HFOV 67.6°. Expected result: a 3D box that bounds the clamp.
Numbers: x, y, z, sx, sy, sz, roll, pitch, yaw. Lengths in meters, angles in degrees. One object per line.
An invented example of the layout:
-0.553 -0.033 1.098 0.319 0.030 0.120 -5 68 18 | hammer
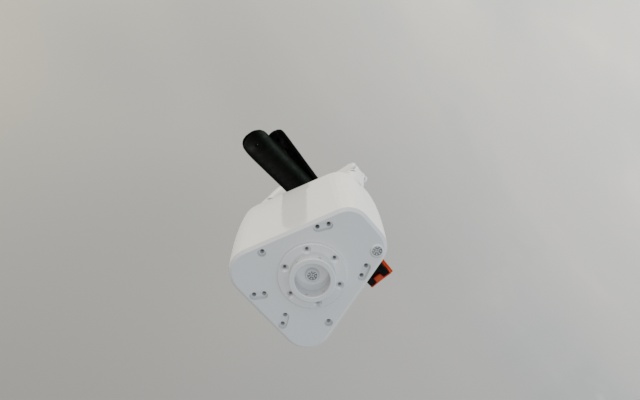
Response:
0.001 0.002 0.513 0.036 0.210 0.164 -39 12 8 | clamp
